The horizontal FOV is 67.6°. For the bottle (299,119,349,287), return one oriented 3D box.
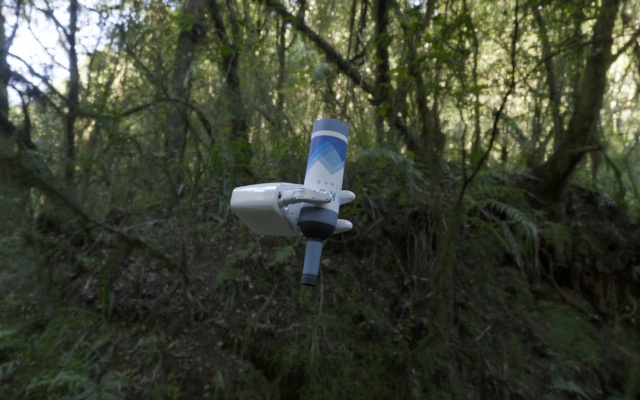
[{"bbox_3d":[0.000,0.003,0.843,0.069,0.295,0.069,8,-16,2],"label":"bottle"}]
